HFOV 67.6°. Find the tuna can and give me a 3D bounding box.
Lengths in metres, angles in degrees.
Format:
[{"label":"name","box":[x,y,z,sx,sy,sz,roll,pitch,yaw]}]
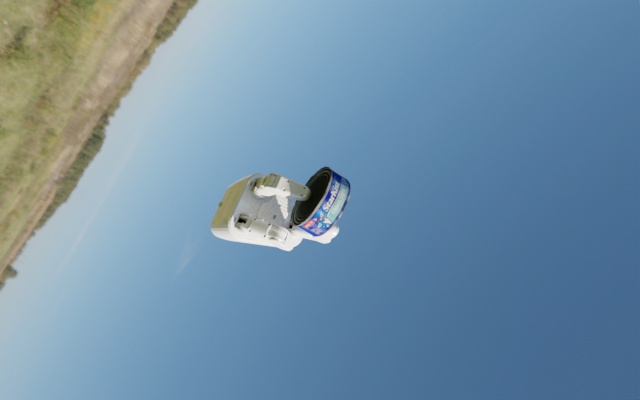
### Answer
[{"label":"tuna can","box":[0.001,0.002,0.603,0.034,0.086,0.086,31,-12,-20]}]
